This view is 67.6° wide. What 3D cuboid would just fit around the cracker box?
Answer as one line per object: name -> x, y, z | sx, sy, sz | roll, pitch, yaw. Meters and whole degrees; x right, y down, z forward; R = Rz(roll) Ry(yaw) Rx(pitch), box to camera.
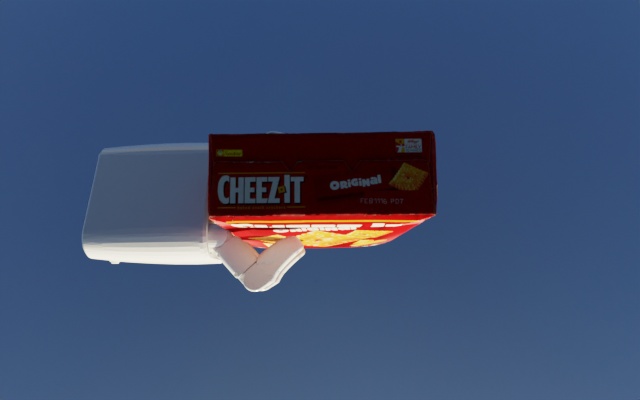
cracker box -> 0.000, 0.001, 0.438 | 0.164, 0.072, 0.214 | -1, -10, -1
